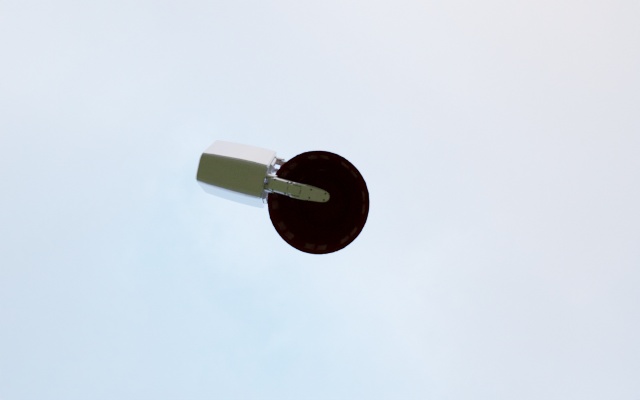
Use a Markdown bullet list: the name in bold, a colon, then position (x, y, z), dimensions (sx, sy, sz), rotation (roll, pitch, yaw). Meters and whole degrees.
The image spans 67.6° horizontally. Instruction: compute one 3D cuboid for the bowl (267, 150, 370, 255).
- **bowl**: position (0.001, 0.003, 0.758), dimensions (0.162, 0.162, 0.055), rotation (0, 2, 11)
